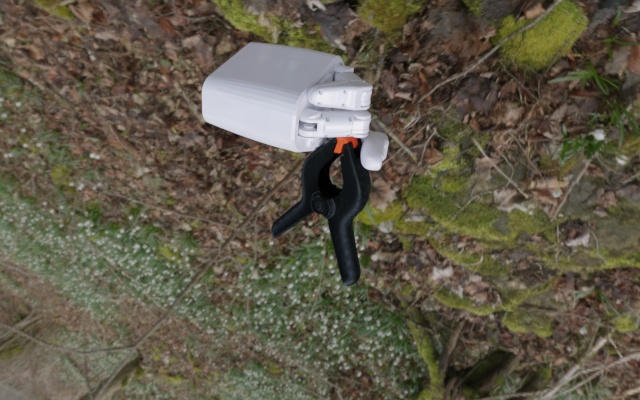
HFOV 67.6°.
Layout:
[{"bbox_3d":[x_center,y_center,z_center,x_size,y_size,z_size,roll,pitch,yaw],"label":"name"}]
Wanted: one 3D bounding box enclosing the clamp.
[{"bbox_3d":[0.000,0.002,0.515,0.120,0.171,0.039,19,29,21],"label":"clamp"}]
